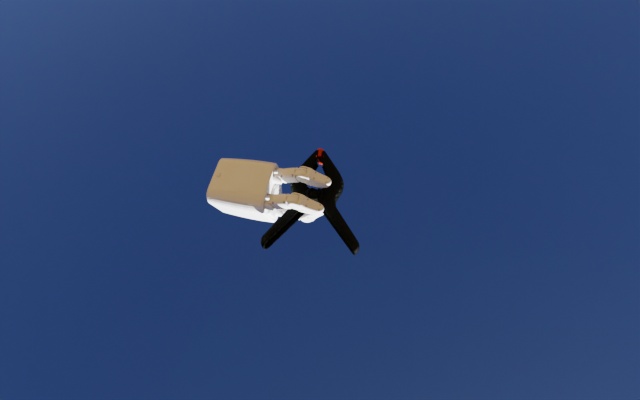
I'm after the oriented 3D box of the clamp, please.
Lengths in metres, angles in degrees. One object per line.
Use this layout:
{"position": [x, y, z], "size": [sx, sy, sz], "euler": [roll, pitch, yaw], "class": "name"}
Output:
{"position": [0.000, 0.003, 0.836], "size": [0.164, 0.210, 0.036], "euler": [10, -30, 9], "class": "clamp"}
